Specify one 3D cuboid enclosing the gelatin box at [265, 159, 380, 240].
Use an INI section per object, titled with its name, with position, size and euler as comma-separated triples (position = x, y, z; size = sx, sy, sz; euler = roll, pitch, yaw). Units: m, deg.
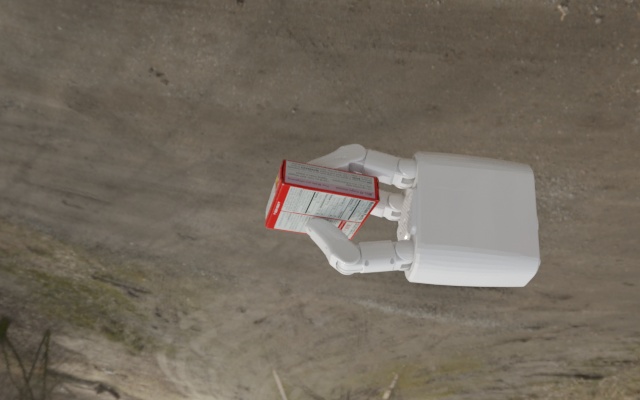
[gelatin box]
position = 0.000, 0.002, 0.435
size = 0.089, 0.030, 0.073
euler = 9, -35, -13
